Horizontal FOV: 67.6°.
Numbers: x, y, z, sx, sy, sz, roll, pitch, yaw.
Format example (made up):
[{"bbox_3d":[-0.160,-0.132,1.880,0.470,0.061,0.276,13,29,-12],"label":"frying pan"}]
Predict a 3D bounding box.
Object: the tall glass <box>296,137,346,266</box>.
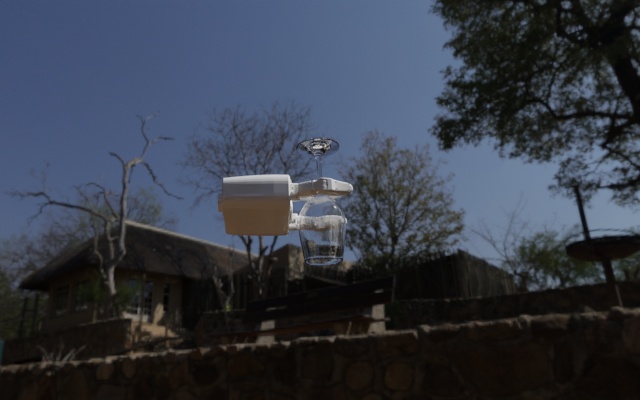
[{"bbox_3d":[0.000,0.002,0.785,0.079,0.201,0.079,-3,-20,-1],"label":"tall glass"}]
